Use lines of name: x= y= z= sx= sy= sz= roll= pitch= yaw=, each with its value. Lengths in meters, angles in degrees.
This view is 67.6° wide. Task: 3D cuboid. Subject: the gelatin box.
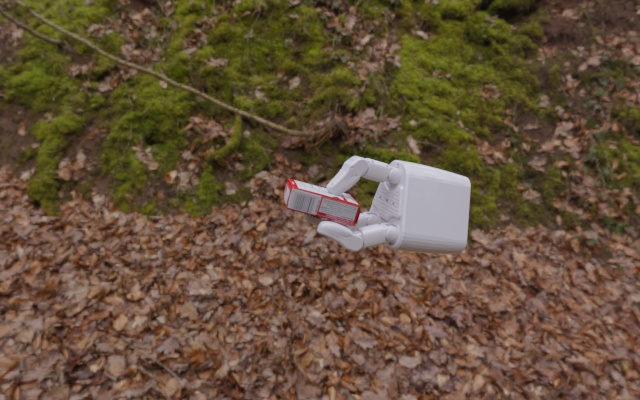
gelatin box: x=0.000 y=0.001 z=0.598 sx=0.089 sy=0.030 sz=0.073 roll=15 pitch=9 yaw=-10
